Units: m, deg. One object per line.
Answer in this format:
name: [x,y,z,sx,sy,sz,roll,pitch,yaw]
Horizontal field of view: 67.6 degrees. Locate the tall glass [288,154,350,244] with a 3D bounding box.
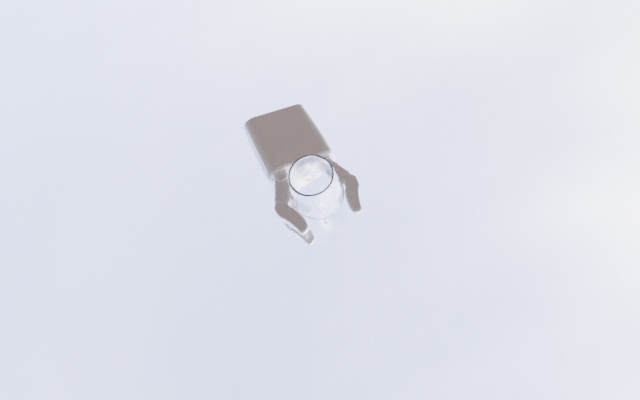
tall glass: [0.000,0.003,0.728,0.079,0.079,0.201,0,-21,8]
